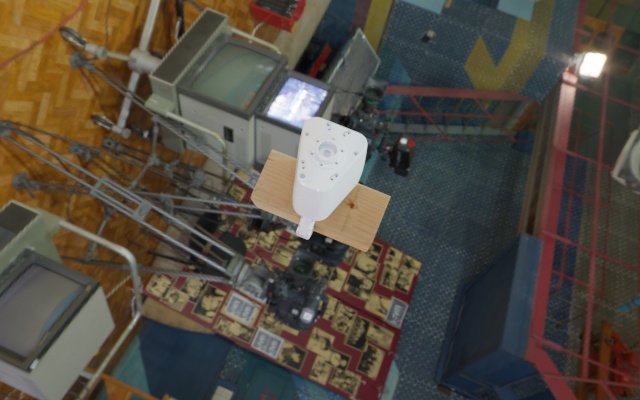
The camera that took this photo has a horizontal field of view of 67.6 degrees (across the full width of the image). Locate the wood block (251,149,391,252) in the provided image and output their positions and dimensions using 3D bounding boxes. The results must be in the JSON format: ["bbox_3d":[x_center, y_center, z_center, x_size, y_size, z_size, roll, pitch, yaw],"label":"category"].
[{"bbox_3d":[0.000,0.003,0.799,0.206,0.091,0.090,22,-10,5],"label":"wood block"}]
